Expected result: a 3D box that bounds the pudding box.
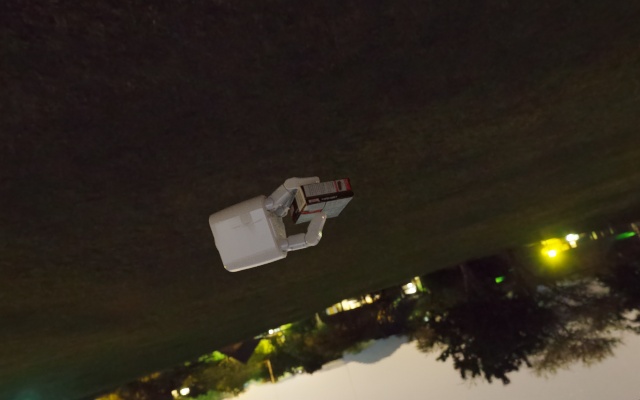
[{"bbox_3d":[0.000,0.003,0.839,0.090,0.039,0.113,-11,-16,-17],"label":"pudding box"}]
